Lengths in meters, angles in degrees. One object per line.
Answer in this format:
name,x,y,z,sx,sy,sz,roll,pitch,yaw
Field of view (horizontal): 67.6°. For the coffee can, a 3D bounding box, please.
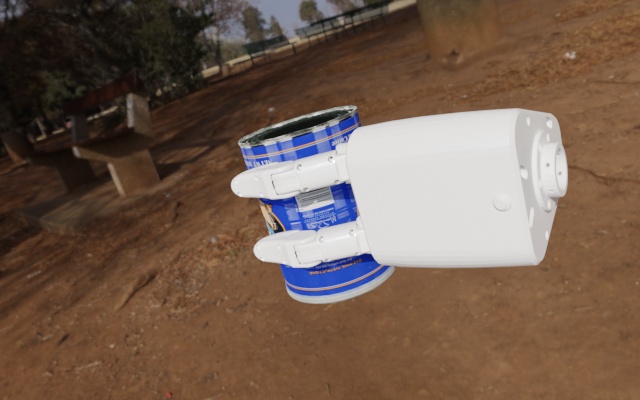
coffee can,0.000,0.001,0.411,0.103,0.140,0.102,-15,16,5
